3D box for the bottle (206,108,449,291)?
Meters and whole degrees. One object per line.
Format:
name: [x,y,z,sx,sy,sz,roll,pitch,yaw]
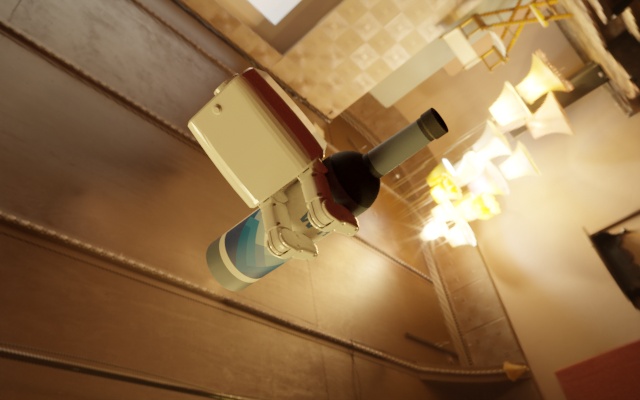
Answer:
bottle: [0.000,0.002,0.497,0.296,0.069,0.069,-35,-17,26]
